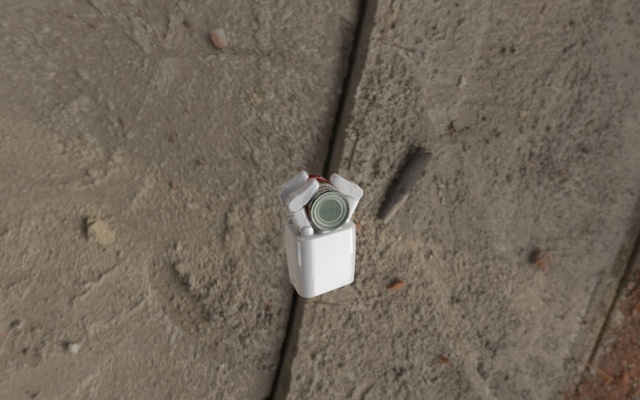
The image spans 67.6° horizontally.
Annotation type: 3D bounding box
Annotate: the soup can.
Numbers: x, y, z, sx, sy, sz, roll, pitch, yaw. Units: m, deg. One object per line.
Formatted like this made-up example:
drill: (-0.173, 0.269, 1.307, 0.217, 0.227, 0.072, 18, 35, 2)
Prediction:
soup can: (0.000, 0.002, 0.777, 0.068, 0.068, 0.102, 0, 17, -18)
